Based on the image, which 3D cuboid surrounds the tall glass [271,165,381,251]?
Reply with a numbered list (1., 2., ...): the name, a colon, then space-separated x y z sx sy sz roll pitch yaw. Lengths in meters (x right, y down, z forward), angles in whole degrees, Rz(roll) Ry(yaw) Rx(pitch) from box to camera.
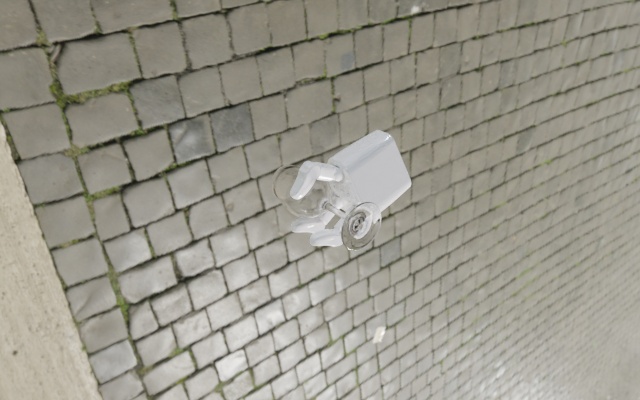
1. tall glass: 0.000 0.003 0.744 0.079 0.079 0.201 0 20 -39
